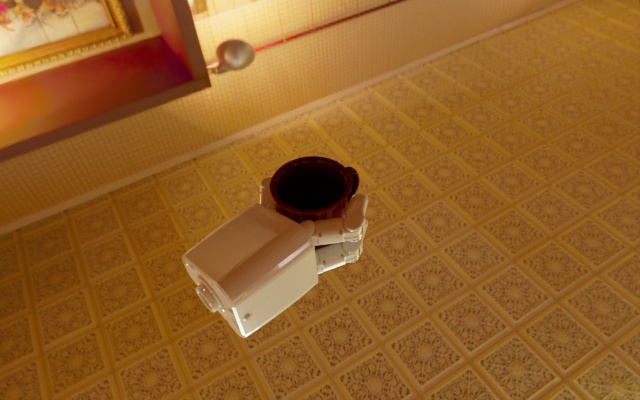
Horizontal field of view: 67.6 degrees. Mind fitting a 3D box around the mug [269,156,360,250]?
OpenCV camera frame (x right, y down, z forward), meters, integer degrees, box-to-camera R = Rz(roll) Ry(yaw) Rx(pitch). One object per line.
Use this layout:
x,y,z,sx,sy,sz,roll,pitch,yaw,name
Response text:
0.001,0.001,0.571,0.117,0.082,0.093,-35,53,-26,mug
